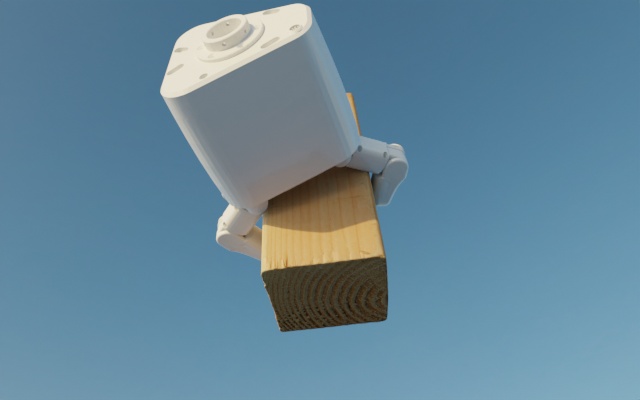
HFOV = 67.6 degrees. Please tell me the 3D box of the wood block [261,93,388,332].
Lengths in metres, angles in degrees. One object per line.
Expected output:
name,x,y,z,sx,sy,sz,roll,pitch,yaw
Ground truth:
wood block,0.000,0.001,0.432,0.091,0.206,0.090,-7,-45,2
